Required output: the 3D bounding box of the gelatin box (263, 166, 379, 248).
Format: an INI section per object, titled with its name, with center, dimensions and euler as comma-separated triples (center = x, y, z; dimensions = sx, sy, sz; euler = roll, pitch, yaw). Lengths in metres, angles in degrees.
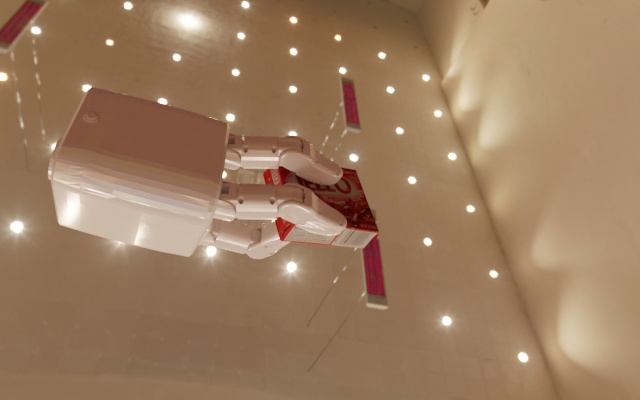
[gelatin box]
center = 0.000, 0.002, 0.418
dimensions = 0.089, 0.073, 0.030
euler = 9, -43, -32
